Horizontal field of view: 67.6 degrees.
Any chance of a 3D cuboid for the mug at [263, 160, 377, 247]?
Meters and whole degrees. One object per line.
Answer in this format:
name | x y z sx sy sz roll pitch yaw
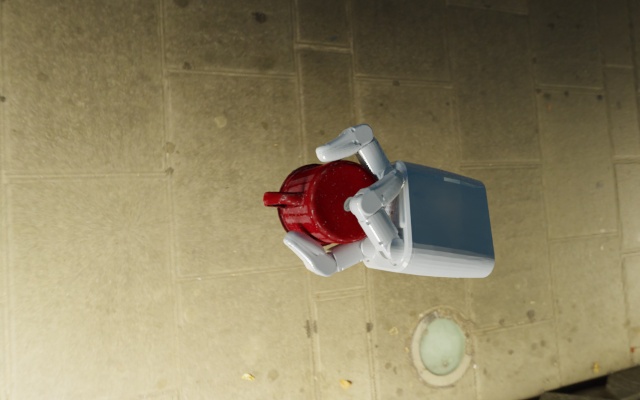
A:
mug | -0.001 0.001 0.487 0.117 0.093 0.081 8 -6 -22
